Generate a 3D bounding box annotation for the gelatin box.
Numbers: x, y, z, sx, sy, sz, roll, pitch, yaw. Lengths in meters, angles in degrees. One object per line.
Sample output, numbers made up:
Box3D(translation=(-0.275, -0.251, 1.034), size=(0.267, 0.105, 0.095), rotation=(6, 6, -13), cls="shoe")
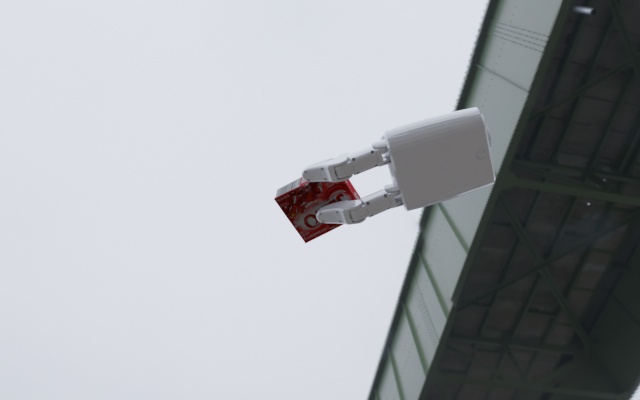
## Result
Box3D(translation=(0.000, 0.002, 0.584), size=(0.089, 0.073, 0.030), rotation=(-27, 23, 18), cls="gelatin box")
